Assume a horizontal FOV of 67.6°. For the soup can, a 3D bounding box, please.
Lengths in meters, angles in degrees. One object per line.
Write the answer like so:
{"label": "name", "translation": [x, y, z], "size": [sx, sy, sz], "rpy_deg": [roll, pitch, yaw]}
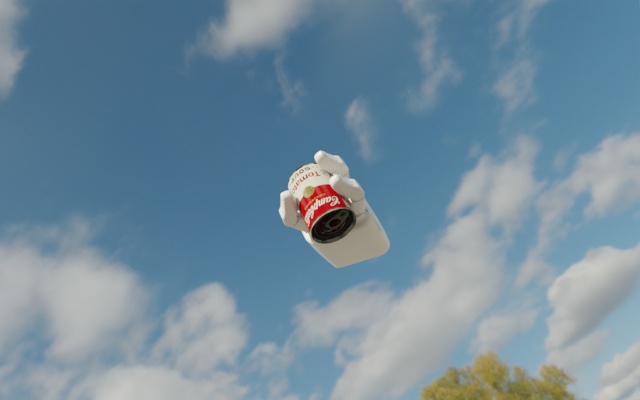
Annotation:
{"label": "soup can", "translation": [0.000, 0.002, 0.686], "size": [0.068, 0.068, 0.102], "rpy_deg": [0, 42, -30]}
